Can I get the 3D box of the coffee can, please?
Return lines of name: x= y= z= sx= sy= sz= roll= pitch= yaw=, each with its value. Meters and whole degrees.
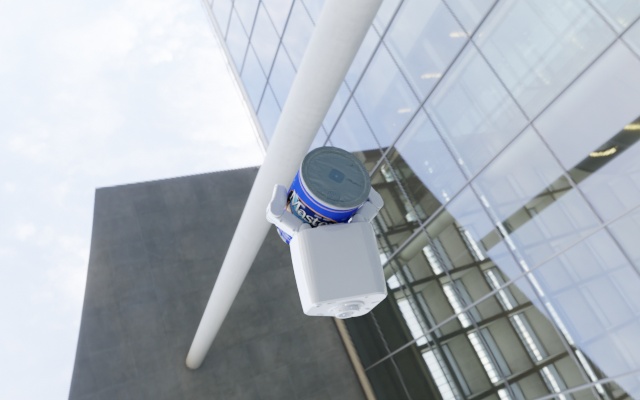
coffee can: x=0.000 y=0.002 z=0.706 sx=0.103 sy=0.102 sz=0.140 roll=0 pitch=-32 yaw=-22
